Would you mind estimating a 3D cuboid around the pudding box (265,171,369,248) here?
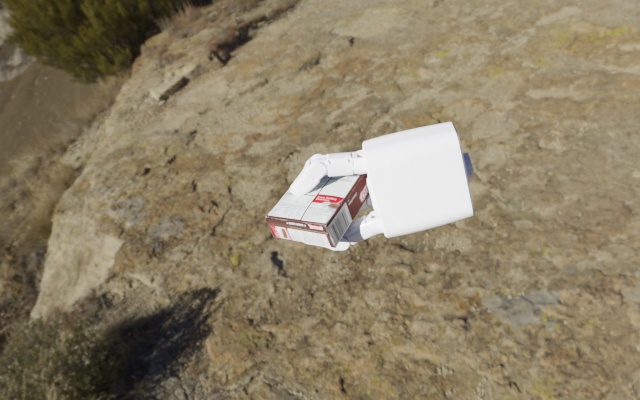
[{"bbox_3d":[0.000,0.002,0.587,0.090,0.039,0.113,6,42,33],"label":"pudding box"}]
